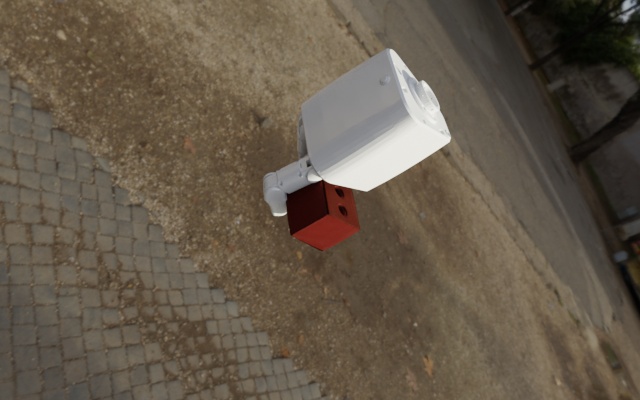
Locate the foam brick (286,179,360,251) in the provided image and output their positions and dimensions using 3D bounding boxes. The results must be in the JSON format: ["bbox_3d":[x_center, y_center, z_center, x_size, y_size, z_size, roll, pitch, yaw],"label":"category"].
[{"bbox_3d":[0.000,0.002,0.490,0.051,0.078,0.053,-29,-37,28],"label":"foam brick"}]
